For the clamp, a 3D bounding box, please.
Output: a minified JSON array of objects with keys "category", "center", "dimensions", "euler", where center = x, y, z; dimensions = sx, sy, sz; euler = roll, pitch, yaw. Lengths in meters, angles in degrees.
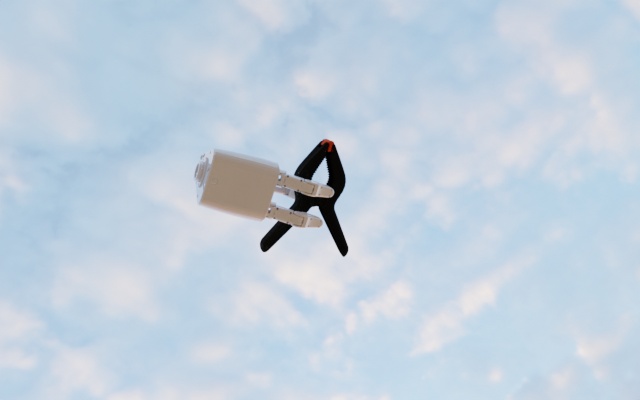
[{"category":"clamp","center":[0.000,0.002,0.815],"dimensions":[0.164,0.210,0.036],"euler":[14,10,-28]}]
